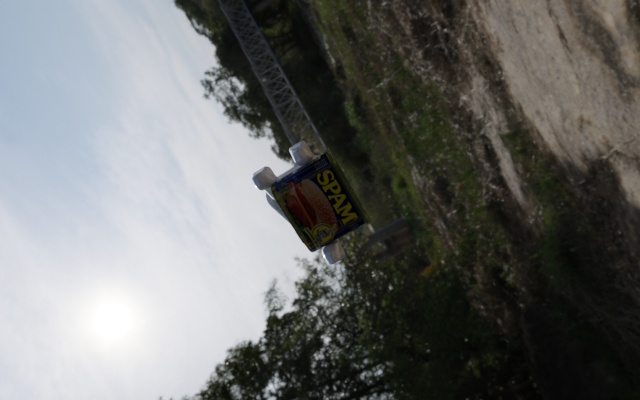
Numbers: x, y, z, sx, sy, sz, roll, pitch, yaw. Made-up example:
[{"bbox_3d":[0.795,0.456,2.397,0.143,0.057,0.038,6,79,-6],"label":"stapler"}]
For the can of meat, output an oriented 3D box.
[{"bbox_3d":[0.000,0.002,0.581,0.084,0.102,0.057,-30,12,5],"label":"can of meat"}]
